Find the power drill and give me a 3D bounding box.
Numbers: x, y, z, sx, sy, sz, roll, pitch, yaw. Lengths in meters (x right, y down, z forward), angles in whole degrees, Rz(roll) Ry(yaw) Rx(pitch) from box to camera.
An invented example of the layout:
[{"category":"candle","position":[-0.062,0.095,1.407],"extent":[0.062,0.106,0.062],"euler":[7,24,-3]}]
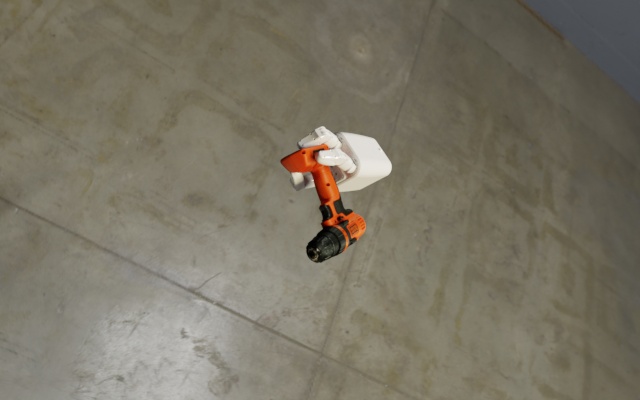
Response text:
[{"category":"power drill","position":[0.000,0.002,0.819],"extent":[0.057,0.187,0.184],"euler":[-21,2,27]}]
